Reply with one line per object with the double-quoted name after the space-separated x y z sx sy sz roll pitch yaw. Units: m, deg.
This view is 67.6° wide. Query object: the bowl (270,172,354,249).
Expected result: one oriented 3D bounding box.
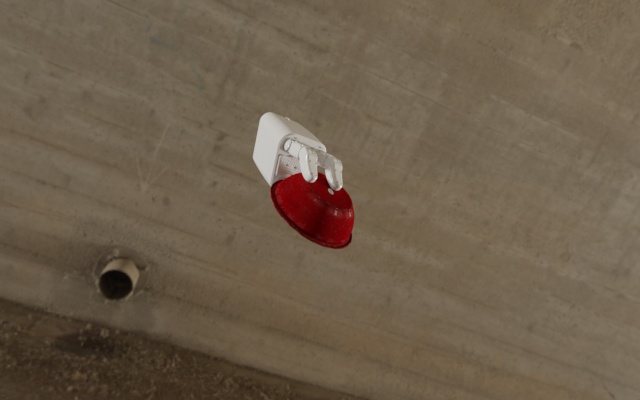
0.001 0.003 0.780 0.162 0.055 0.162 30 27 -17 "bowl"
